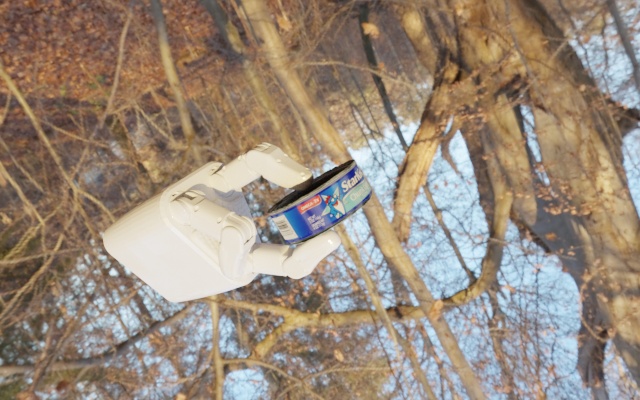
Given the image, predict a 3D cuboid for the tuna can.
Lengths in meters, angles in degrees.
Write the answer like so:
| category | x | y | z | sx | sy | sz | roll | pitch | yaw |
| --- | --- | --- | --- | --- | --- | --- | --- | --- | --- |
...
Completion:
| category | x | y | z | sx | sy | sz | roll | pitch | yaw |
| --- | --- | --- | --- | --- | --- | --- | --- | --- | --- |
| tuna can | 0.000 | 0.002 | 0.403 | 0.086 | 0.034 | 0.086 | -31 | 8 | 5 |
